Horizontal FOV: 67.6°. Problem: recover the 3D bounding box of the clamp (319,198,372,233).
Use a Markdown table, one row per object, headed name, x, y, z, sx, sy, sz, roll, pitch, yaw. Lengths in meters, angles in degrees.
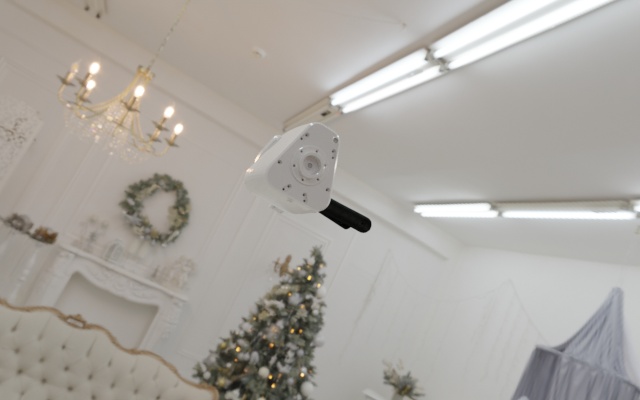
| name | x | y | z | sx | sy | sz | roll | pitch | yaw |
| --- | --- | --- | --- | --- | --- | --- | --- | --- | --- |
| clamp | 0.000 | 0.002 | 0.732 | 0.171 | 0.039 | 0.120 | 30 | -11 | -18 |
